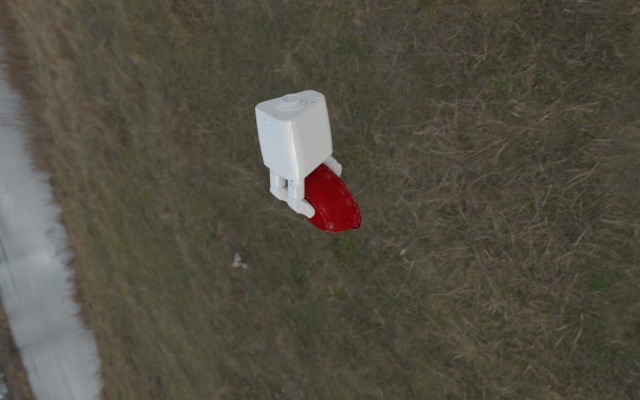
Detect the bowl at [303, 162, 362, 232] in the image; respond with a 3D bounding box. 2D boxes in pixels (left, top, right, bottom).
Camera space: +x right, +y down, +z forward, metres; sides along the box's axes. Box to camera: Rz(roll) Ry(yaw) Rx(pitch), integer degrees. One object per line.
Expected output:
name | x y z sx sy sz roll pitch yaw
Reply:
bowl | 0.000 0.004 0.867 0.055 0.162 0.162 -39 14 -19
